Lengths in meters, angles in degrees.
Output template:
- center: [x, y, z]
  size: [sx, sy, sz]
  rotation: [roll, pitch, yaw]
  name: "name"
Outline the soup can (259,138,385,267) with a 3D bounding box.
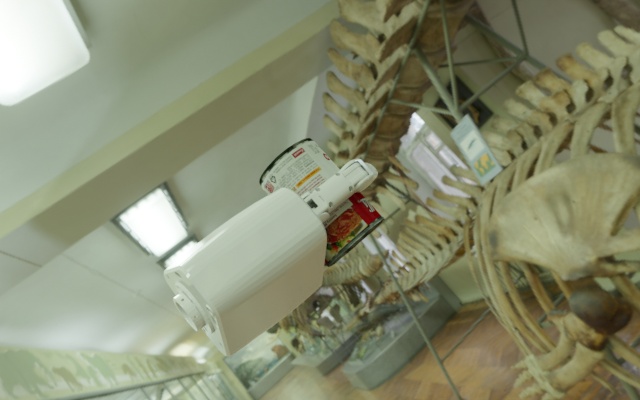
- center: [0.000, 0.001, 0.442]
  size: [0.068, 0.102, 0.068]
  rotation: [-40, -9, -8]
  name: "soup can"
